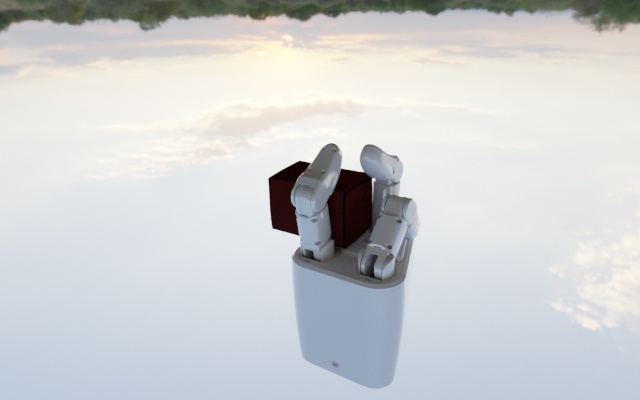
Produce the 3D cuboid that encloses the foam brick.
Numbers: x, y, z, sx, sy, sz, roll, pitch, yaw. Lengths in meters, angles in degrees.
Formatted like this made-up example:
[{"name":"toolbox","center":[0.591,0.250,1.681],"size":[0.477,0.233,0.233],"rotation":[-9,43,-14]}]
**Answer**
[{"name":"foam brick","center":[0.000,0.001,0.420],"size":[0.078,0.051,0.053],"rotation":[13,28,30]}]
